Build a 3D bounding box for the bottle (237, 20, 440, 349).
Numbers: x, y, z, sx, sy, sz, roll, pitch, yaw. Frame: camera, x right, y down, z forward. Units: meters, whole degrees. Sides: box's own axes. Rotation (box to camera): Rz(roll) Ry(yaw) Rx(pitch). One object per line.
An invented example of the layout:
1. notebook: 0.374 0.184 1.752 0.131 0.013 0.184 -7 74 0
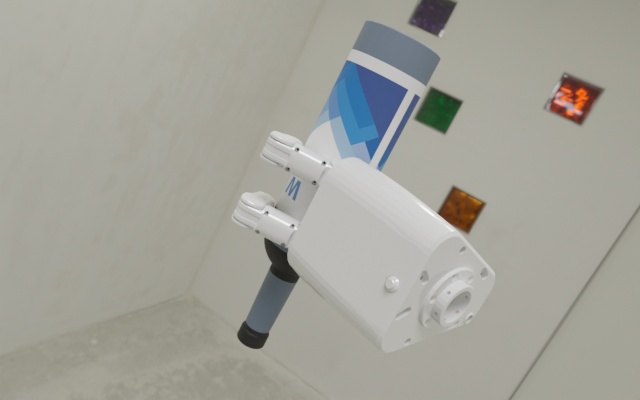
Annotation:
1. bottle: 0.000 0.001 0.409 0.069 0.296 0.069 26 13 -6
